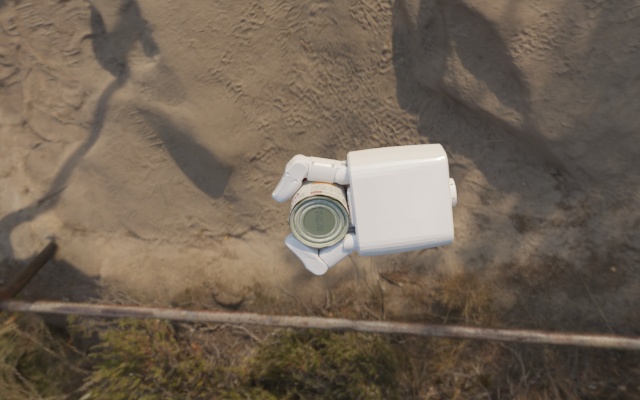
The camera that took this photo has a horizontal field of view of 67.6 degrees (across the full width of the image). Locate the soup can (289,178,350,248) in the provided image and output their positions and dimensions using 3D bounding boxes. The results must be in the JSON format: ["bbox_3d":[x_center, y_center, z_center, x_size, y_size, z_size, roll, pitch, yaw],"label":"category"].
[{"bbox_3d":[0.000,0.002,0.558,0.068,0.068,0.102,0,27,1],"label":"soup can"}]
